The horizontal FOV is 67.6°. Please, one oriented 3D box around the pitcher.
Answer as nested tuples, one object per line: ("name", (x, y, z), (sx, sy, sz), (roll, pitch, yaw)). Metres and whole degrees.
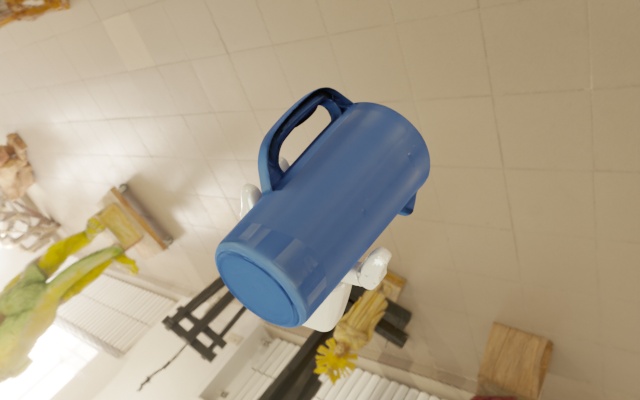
("pitcher", (0.000, 0.002, 0.500), (0.149, 0.145, 0.242), (28, 51, 20))
